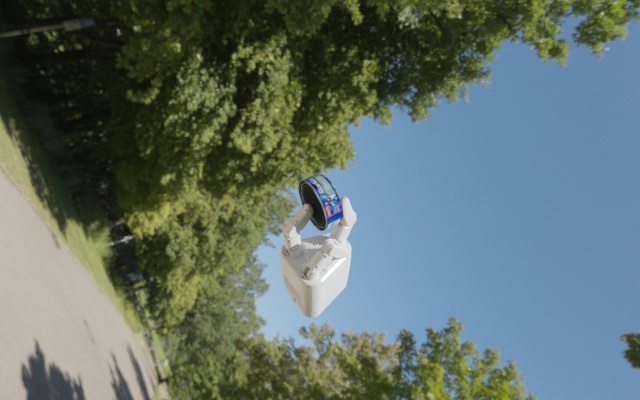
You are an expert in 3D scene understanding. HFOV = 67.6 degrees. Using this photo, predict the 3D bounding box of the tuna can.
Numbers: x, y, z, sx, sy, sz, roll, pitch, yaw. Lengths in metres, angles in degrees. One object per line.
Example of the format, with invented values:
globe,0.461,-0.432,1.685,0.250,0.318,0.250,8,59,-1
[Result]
tuna can,0.001,0.002,0.749,0.033,0.086,0.086,-24,9,-20
